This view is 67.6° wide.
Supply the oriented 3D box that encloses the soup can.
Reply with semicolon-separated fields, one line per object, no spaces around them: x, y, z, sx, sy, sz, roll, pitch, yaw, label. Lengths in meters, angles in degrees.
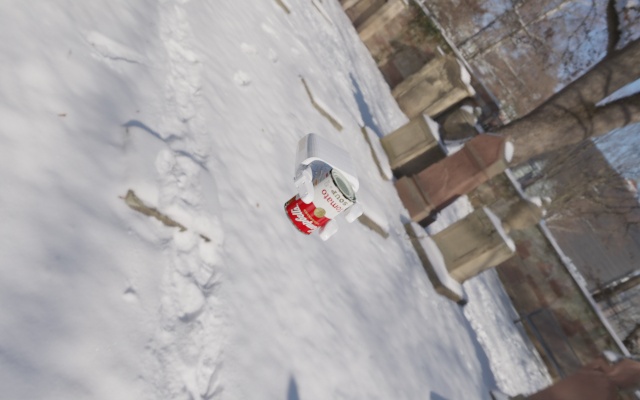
0.000;0.003;0.786;0.102;0.068;0.068;-36;-14;20;soup can
